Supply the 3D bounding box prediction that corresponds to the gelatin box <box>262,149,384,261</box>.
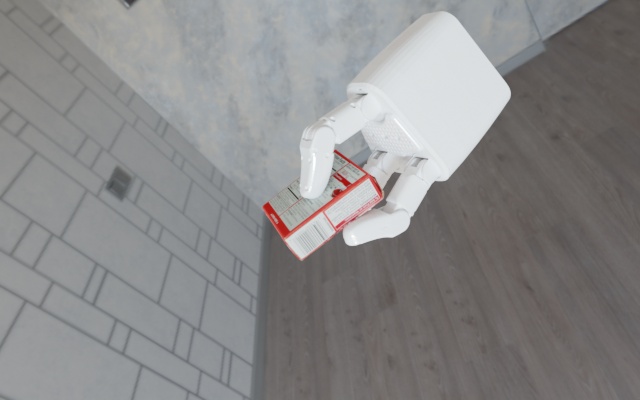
[{"bbox_3d":[0.000,0.001,0.411,0.089,0.030,0.073,-37,30,-5],"label":"gelatin box"}]
